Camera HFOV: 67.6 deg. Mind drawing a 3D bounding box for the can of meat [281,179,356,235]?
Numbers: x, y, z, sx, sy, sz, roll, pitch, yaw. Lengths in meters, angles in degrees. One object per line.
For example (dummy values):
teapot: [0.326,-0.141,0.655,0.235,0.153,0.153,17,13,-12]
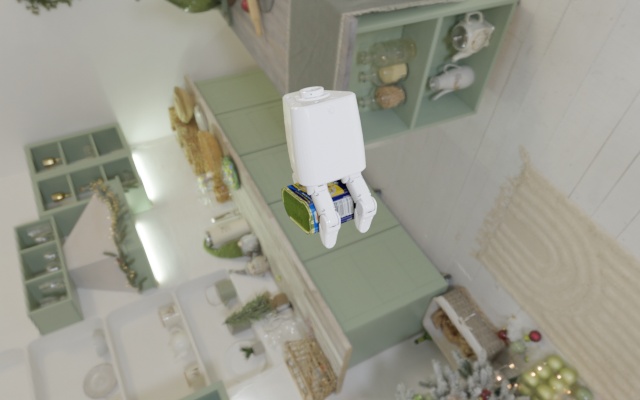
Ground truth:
can of meat: [0.000,0.002,0.700,0.084,0.057,0.102,-19,27,-22]
